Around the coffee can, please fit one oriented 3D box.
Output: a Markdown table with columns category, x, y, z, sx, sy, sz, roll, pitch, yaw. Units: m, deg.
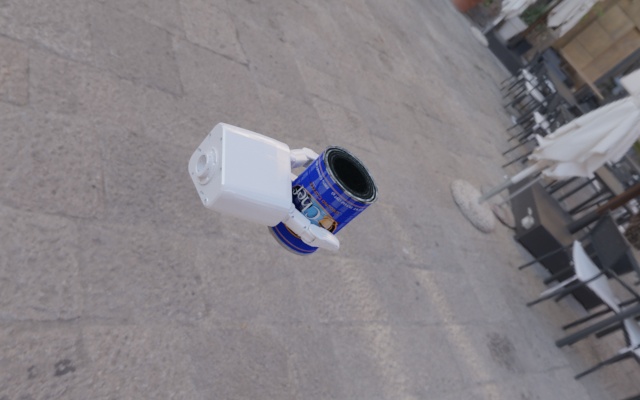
| category | x | y | z | sx | sy | sz | roll | pitch | yaw |
| --- | --- | --- | --- | --- | --- | --- | --- | --- | --- |
| coffee can | 0.000 | 0.002 | 0.703 | 0.140 | 0.102 | 0.103 | -42 | -25 | 31 |
